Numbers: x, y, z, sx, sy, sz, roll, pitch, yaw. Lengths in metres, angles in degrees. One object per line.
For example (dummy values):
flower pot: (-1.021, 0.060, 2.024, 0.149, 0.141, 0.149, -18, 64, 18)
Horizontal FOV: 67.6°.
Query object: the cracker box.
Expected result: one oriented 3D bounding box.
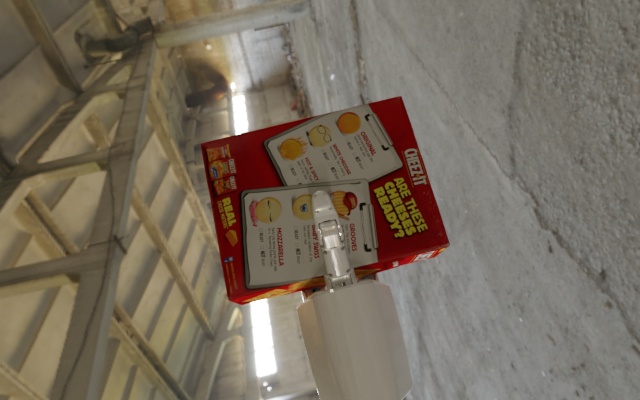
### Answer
cracker box: (0.000, 0.002, 0.492, 0.213, 0.164, 0.072, -14, -16, -2)
